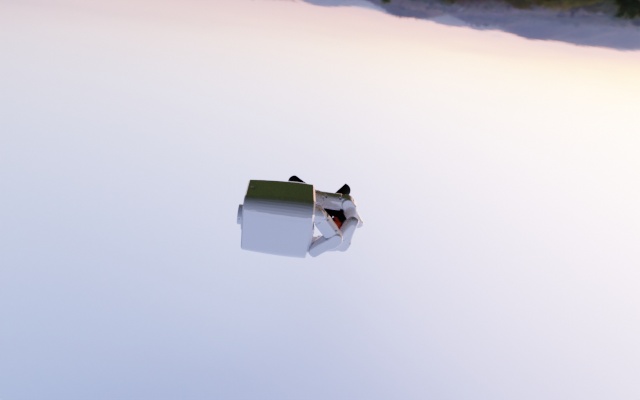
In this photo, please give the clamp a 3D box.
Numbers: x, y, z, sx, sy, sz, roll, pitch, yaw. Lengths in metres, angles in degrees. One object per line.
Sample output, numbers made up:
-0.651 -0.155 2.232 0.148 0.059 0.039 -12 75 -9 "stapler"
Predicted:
0.000 0.003 0.832 0.120 0.039 0.171 7 24 -5 "clamp"
